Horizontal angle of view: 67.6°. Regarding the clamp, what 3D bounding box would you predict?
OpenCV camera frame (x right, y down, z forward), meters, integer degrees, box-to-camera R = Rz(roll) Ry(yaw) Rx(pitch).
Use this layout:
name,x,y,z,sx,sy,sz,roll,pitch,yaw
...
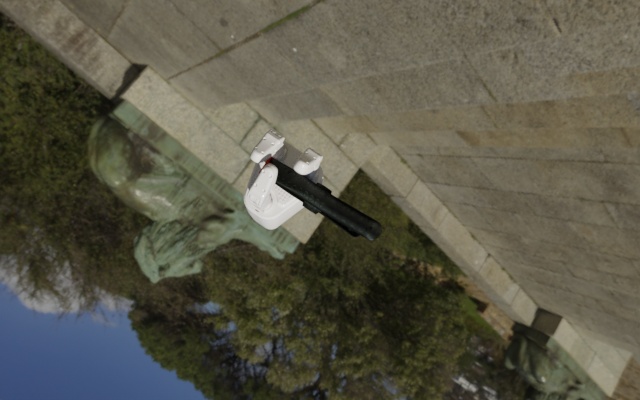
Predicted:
name,x,y,z,sx,sy,sz,roll,pitch,yaw
clamp,0.000,0.002,0.628,0.171,0.039,0.120,35,-12,5
